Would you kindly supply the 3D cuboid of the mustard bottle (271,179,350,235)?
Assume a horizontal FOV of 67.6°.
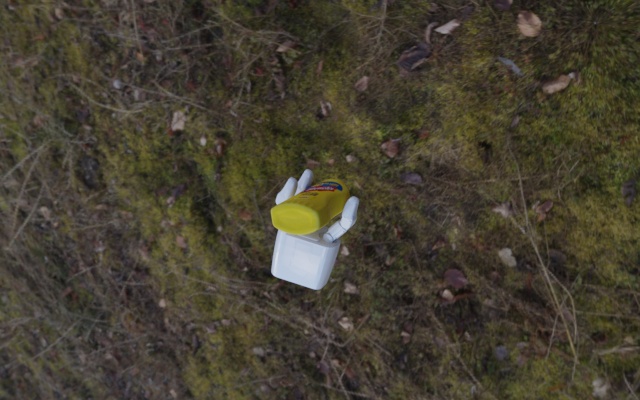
[{"bbox_3d":[0.000,0.003,0.864,0.096,0.058,0.191,0,18,30],"label":"mustard bottle"}]
